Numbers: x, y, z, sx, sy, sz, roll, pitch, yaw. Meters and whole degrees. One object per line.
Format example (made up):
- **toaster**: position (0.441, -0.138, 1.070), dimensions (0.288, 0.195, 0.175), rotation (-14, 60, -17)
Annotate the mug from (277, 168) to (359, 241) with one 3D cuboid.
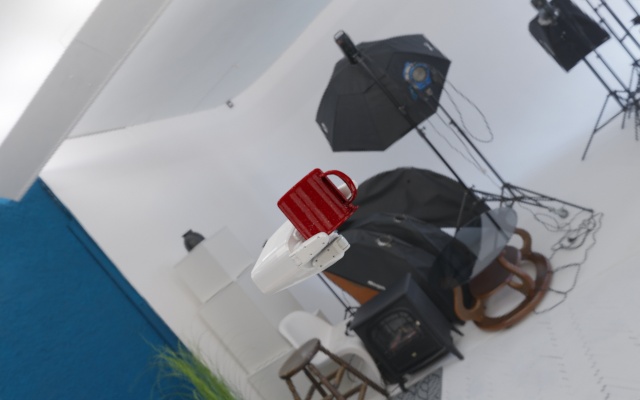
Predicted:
- **mug**: position (0.001, 0.001, 0.668), dimensions (0.117, 0.081, 0.093), rotation (-41, 0, 36)
